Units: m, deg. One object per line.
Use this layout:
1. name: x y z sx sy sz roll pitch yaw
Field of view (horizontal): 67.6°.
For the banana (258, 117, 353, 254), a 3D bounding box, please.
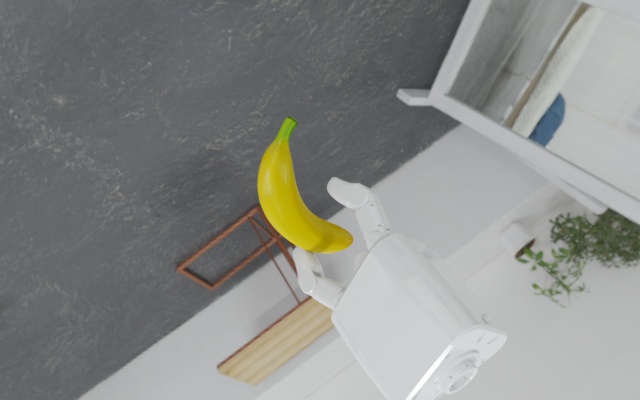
1. banana: -0.016 0.010 0.477 0.069 0.037 0.198 -34 -41 -6
